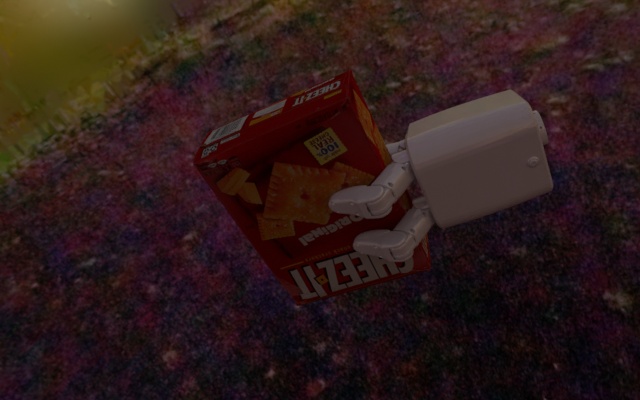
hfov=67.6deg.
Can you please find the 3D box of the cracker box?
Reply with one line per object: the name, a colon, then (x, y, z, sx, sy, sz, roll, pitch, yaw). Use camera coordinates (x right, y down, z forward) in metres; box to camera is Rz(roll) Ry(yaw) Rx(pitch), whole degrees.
cracker box: (0.000, 0.001, 0.489, 0.164, 0.214, 0.072, -19, 32, 19)
